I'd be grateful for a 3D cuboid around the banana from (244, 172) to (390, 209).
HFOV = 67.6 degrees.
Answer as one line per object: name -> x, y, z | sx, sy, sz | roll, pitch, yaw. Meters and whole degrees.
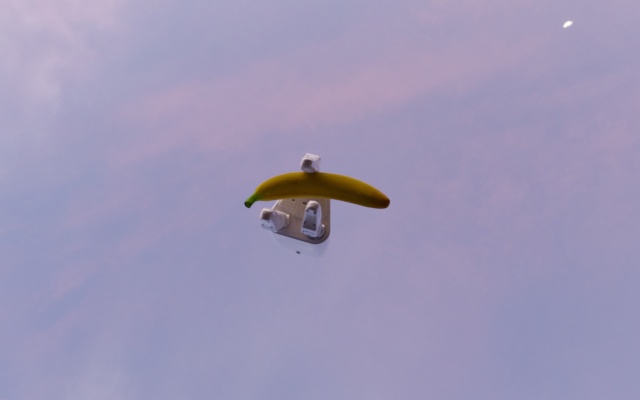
banana -> -0.004, -0.012, 0.669 | 0.198, 0.069, 0.037 | -1, -41, -3
